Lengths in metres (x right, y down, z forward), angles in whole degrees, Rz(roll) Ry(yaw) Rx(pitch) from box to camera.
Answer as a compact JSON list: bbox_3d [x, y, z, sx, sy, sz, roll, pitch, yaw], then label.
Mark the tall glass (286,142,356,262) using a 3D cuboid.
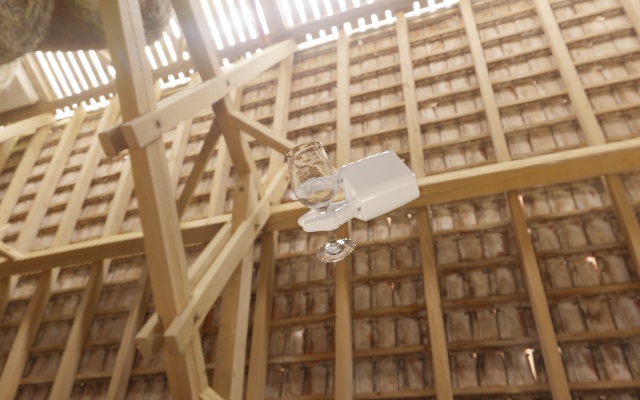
[{"bbox_3d":[0.000,0.003,0.821,0.079,0.201,0.079,-15,23,7],"label":"tall glass"}]
